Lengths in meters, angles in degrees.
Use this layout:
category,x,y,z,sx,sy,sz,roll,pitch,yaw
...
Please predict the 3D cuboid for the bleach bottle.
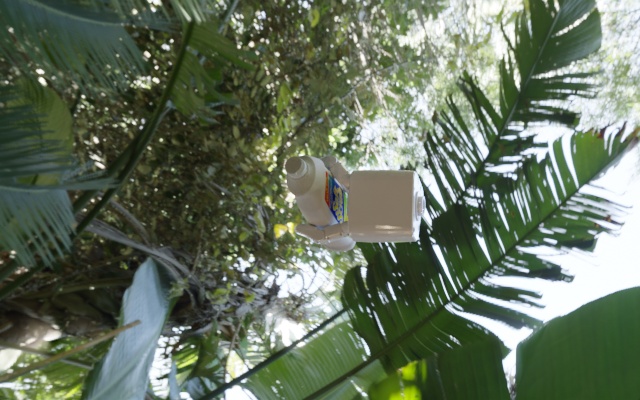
category,x,y,z,sx,sy,sz,roll,pitch,yaw
bleach bottle,0.000,0.003,0.810,0.068,0.102,0.251,1,-22,21
